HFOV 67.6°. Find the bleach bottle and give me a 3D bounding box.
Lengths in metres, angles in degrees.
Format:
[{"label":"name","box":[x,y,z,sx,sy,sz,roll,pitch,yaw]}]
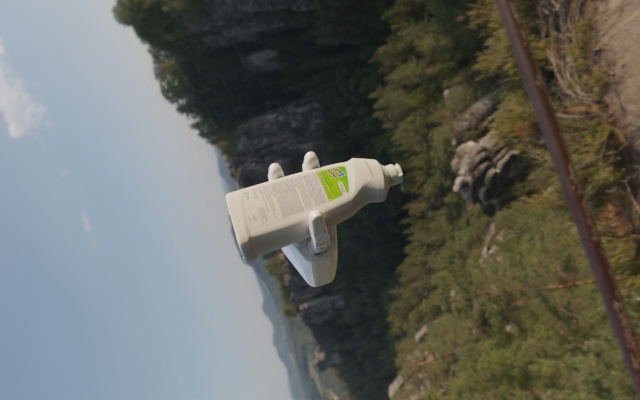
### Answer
[{"label":"bleach bottle","box":[0.000,0.002,0.678,0.251,0.102,0.068,-17,-32,-8]}]
